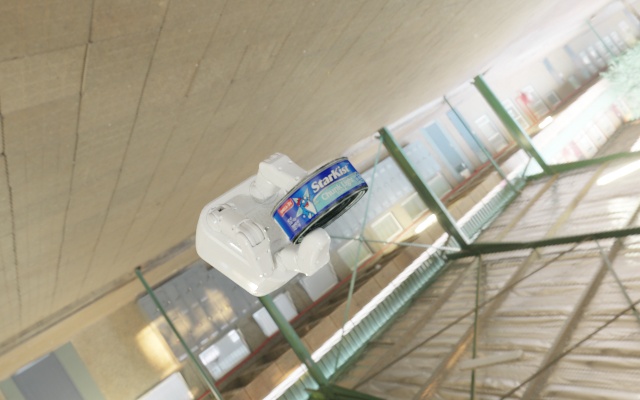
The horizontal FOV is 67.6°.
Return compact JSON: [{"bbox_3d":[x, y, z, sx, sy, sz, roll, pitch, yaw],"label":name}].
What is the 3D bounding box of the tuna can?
[{"bbox_3d":[0.000,0.002,0.420,0.086,0.033,0.086,-36,-9,-7],"label":"tuna can"}]
